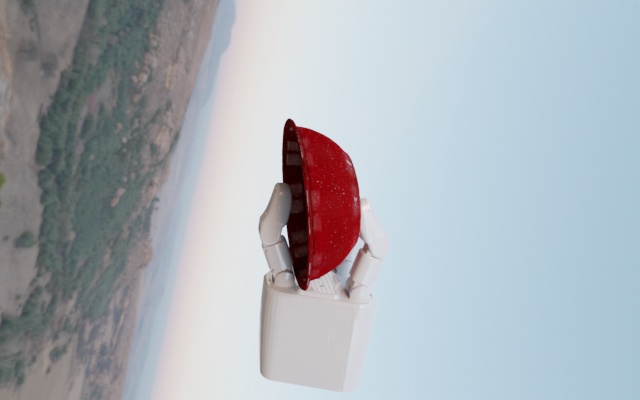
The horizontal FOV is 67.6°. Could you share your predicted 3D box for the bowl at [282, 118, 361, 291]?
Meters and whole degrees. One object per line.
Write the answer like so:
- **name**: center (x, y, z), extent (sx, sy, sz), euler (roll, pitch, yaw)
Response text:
- **bowl**: center (0.001, 0.000, 0.454), extent (0.055, 0.162, 0.162), euler (-5, 1, -10)
